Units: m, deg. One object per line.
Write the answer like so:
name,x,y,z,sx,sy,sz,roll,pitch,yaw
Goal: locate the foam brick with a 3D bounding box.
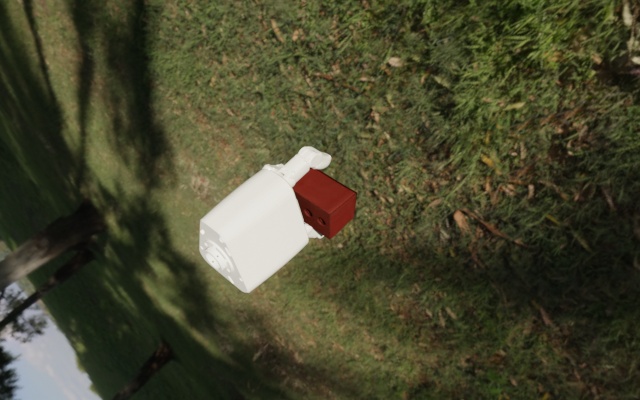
foam brick,0.000,0.002,0.617,0.078,0.053,0.051,32,55,26
